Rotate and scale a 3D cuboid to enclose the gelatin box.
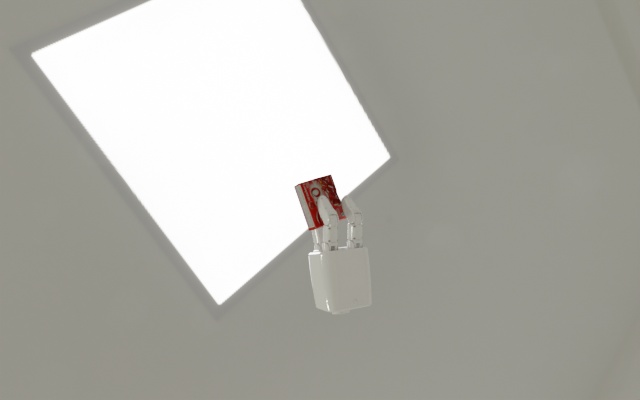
[{"bbox_3d":[0.000,0.003,0.882,0.073,0.089,0.030,-18,-3,-33],"label":"gelatin box"}]
